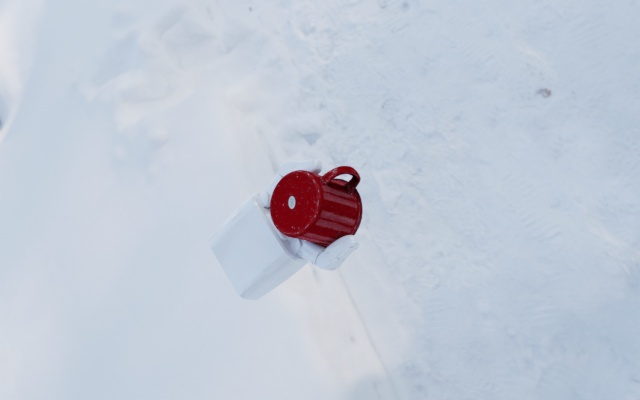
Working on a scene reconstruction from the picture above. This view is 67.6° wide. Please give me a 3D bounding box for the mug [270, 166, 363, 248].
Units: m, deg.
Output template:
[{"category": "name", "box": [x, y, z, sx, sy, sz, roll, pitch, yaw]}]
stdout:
[{"category": "mug", "box": [0.001, 0.001, 0.586, 0.117, 0.093, 0.081, -43, -33, 22]}]
